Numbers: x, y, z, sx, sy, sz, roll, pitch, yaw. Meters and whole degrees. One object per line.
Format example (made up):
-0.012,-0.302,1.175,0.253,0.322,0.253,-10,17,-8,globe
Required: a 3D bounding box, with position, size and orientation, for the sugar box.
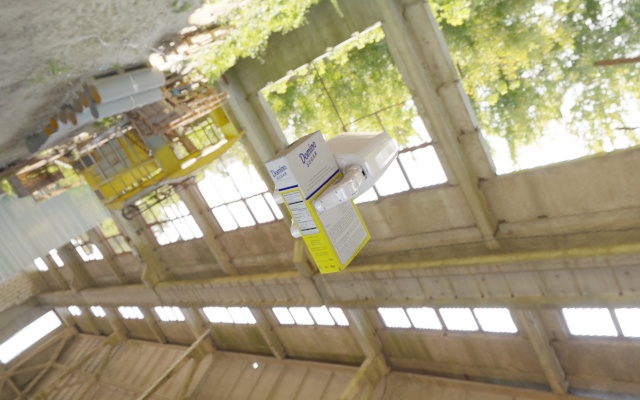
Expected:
0.000,0.002,0.657,0.048,0.176,0.093,-16,18,40,sugar box
